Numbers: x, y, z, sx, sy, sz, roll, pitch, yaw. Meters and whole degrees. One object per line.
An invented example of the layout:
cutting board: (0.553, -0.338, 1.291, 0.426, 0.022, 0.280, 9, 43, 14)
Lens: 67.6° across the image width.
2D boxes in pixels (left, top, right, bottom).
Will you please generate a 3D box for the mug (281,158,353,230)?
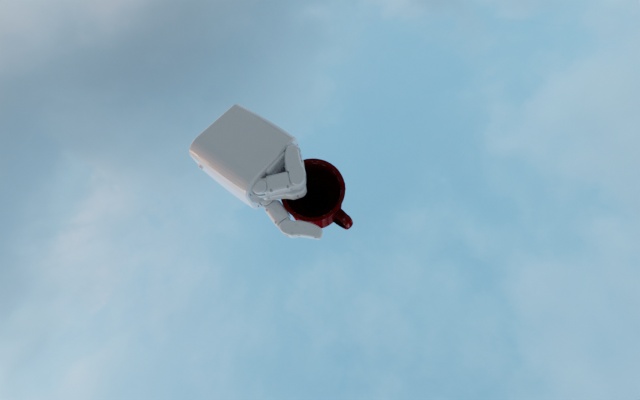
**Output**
mug: (0.001, 0.003, 0.702, 0.117, 0.093, 0.081, 36, -11, 12)
